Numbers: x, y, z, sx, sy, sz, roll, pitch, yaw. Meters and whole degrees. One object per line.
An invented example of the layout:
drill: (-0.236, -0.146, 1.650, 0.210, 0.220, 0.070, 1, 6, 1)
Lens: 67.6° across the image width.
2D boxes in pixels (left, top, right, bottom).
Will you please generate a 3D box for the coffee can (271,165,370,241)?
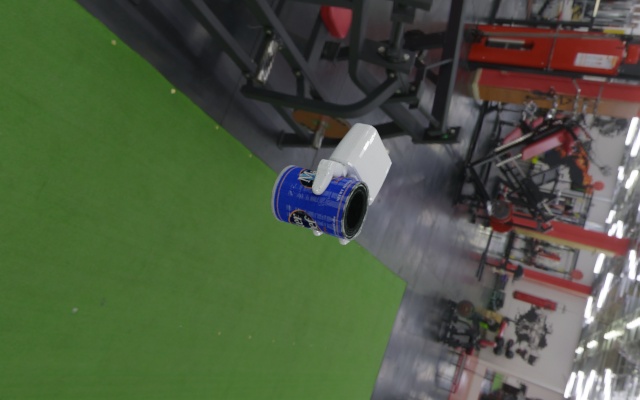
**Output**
coffee can: (0.000, 0.003, 0.826, 0.140, 0.103, 0.103, 15, 6, 26)
